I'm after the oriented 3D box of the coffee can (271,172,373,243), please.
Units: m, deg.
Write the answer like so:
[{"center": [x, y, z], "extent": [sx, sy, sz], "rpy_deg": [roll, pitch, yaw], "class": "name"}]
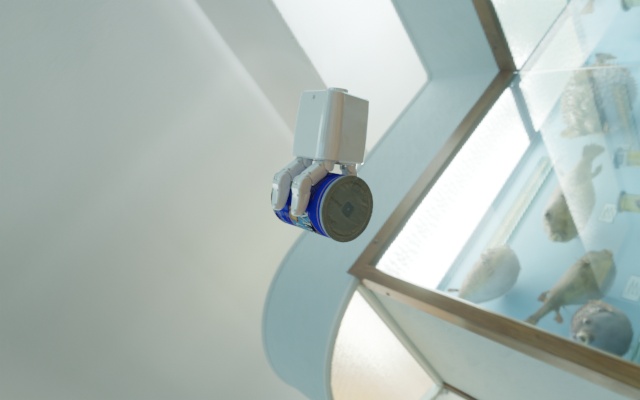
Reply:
[{"center": [0.000, 0.003, 0.771], "extent": [0.103, 0.103, 0.140], "rpy_deg": [0, 9, -38], "class": "coffee can"}]
